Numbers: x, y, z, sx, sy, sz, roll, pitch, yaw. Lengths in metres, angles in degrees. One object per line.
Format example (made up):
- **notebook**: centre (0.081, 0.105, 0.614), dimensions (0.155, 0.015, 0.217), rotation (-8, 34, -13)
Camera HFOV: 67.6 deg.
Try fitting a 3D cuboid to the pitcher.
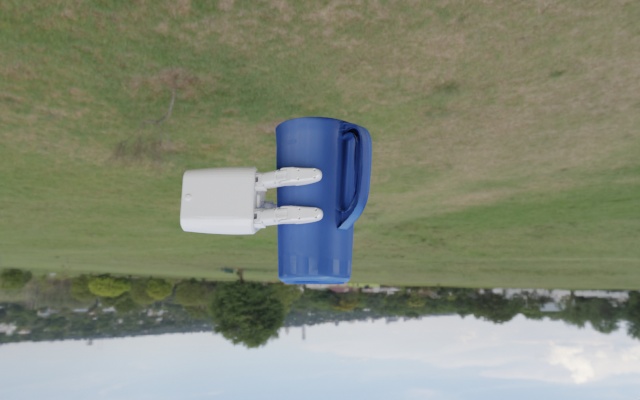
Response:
- **pitcher**: centre (0.000, 0.002, 0.721), dimensions (0.145, 0.242, 0.149), rotation (1, -11, 1)
